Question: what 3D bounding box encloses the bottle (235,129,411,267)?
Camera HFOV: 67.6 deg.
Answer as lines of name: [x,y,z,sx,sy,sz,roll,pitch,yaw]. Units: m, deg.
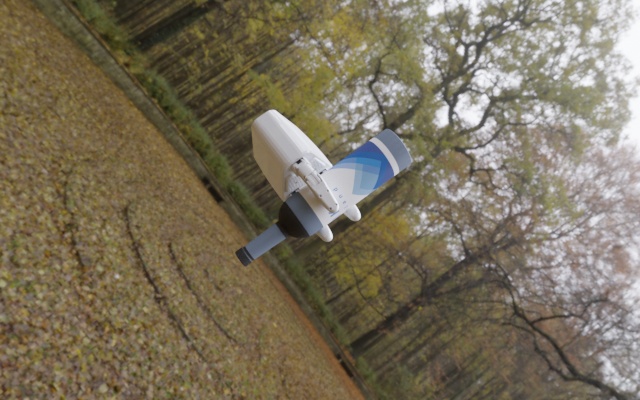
bottle: [0.000,0.002,0.721,0.295,0.069,0.069,-36,4,-5]
